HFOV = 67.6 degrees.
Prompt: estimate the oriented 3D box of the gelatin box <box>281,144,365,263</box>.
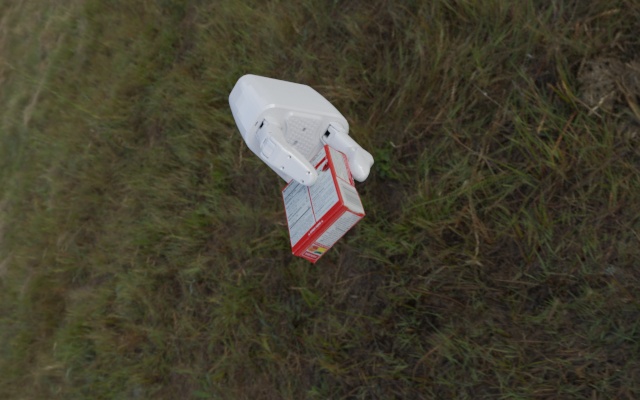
[{"bbox_3d":[0.000,0.002,0.451,0.030,0.089,0.073,25,-57,-32],"label":"gelatin box"}]
